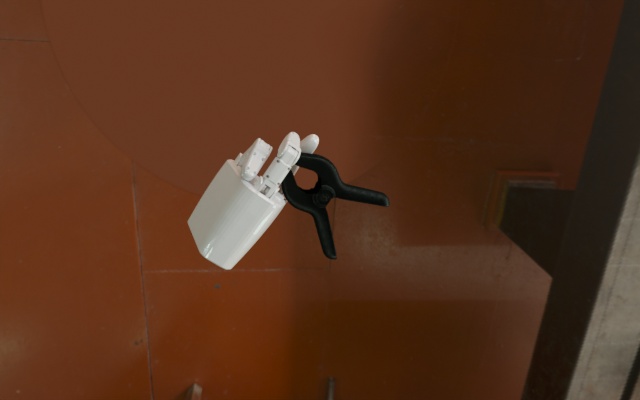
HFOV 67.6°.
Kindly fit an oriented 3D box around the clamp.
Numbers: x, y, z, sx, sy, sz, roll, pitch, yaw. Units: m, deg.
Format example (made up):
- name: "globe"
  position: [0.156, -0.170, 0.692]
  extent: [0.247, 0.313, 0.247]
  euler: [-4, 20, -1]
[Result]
- name: "clamp"
  position: [0.000, 0.002, 0.652]
  extent: [0.171, 0.120, 0.039]
  euler: [34, 0, -18]
